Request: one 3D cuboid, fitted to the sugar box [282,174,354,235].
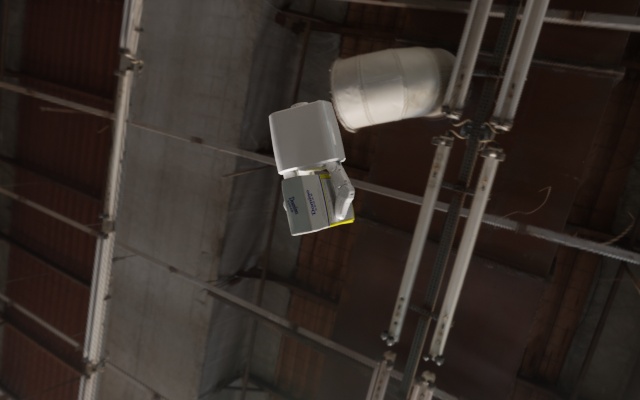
[{"bbox_3d":[0.000,0.003,0.826,0.048,0.093,0.176,-13,-3,29],"label":"sugar box"}]
